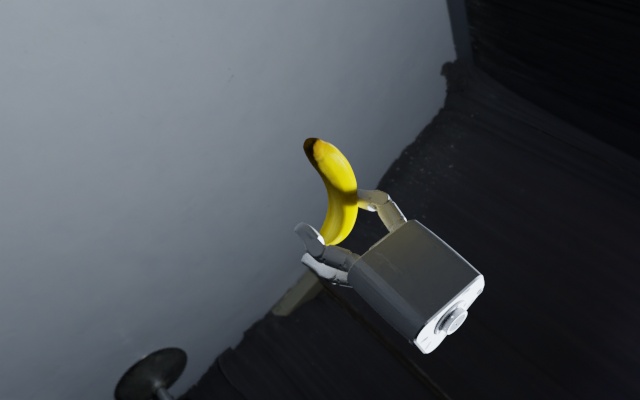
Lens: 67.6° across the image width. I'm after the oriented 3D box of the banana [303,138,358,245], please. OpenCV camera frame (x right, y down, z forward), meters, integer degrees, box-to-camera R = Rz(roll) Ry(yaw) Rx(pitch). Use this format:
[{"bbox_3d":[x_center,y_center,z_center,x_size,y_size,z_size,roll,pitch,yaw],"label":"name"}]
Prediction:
[{"bbox_3d":[0.015,-0.004,0.587,0.069,0.198,0.037,-27,50,-24],"label":"banana"}]
